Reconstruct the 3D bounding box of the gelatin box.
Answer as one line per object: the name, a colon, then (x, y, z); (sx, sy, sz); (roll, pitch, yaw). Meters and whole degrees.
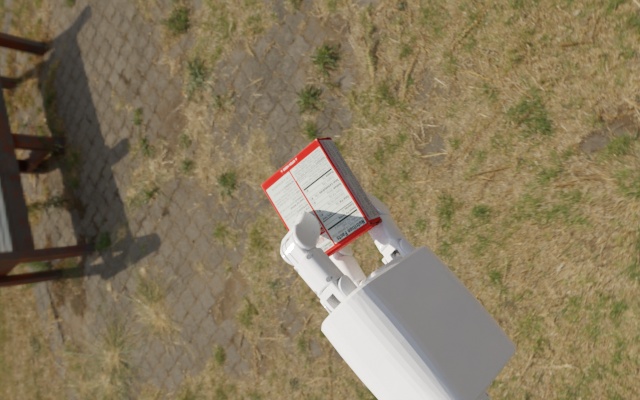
gelatin box: (0.000, 0.001, 0.419); (0.073, 0.089, 0.030); (-37, -11, 28)
